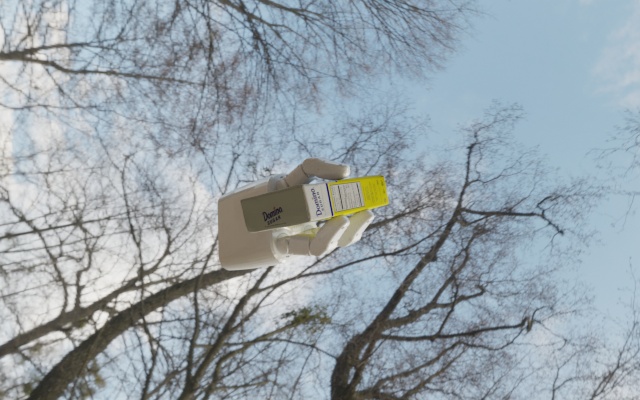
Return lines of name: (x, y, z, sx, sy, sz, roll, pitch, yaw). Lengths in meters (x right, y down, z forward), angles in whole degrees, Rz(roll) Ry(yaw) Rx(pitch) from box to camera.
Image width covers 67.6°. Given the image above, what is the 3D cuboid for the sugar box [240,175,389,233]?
sugar box: (0.000, 0.002, 0.572, 0.093, 0.048, 0.176, -12, 1, 36)
